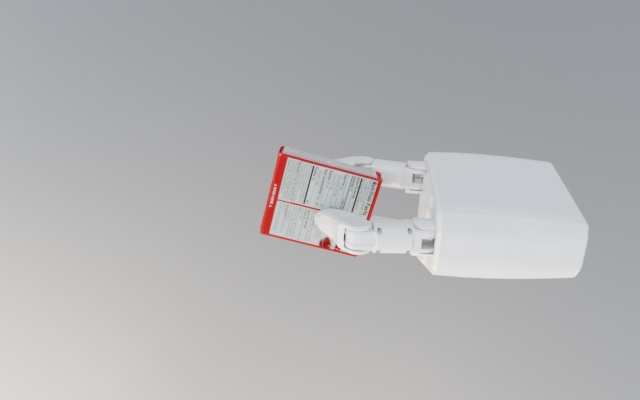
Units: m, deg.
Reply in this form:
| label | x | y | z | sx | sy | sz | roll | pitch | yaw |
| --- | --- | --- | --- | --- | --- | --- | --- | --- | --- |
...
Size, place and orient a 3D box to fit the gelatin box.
| label | x | y | z | sx | sy | sz | roll | pitch | yaw |
| --- | --- | --- | --- | --- | --- | --- | --- | --- | --- |
| gelatin box | 0.000 | 0.001 | 0.405 | 0.089 | 0.073 | 0.030 | 14 | 19 | -5 |
